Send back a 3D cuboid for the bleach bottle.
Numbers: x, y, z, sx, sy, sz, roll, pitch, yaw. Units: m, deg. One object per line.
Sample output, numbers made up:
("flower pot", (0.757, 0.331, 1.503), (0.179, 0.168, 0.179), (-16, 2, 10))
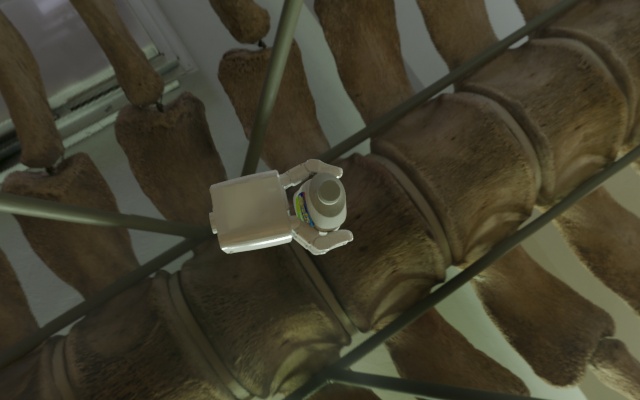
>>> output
("bleach bottle", (0.000, 0.003, 0.741), (0.068, 0.102, 0.251), (-13, -9, -7))
